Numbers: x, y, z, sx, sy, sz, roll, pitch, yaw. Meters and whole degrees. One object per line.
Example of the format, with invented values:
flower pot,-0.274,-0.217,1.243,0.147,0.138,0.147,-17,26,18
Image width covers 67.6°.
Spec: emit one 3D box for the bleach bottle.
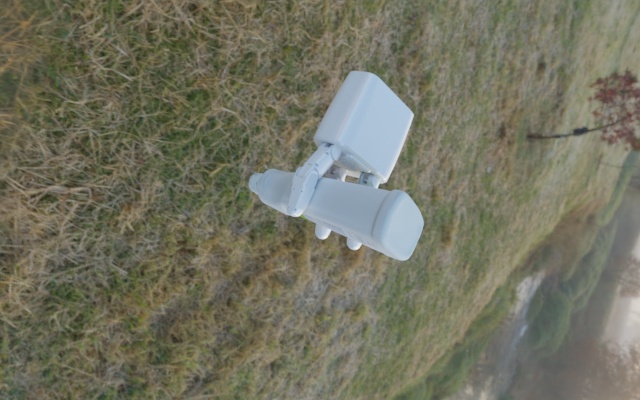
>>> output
bleach bottle,0.000,0.002,0.615,0.251,0.068,0.103,18,-14,35
